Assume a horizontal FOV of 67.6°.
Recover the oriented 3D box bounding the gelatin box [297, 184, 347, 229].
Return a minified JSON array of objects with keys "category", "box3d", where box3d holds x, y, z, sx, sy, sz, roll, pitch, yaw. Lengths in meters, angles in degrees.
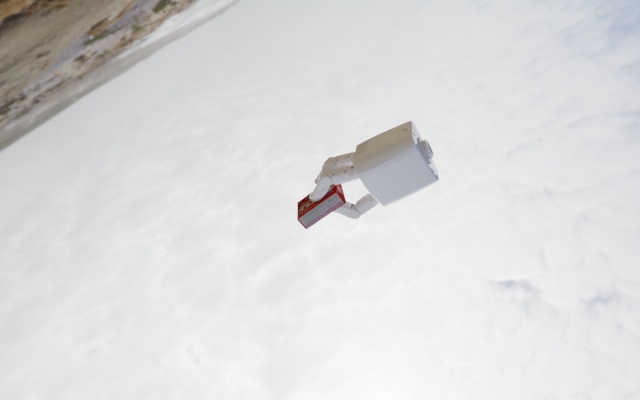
[{"category":"gelatin box","box3d":[0.000,0.003,0.847,0.089,0.030,0.073,-35,20,12]}]
